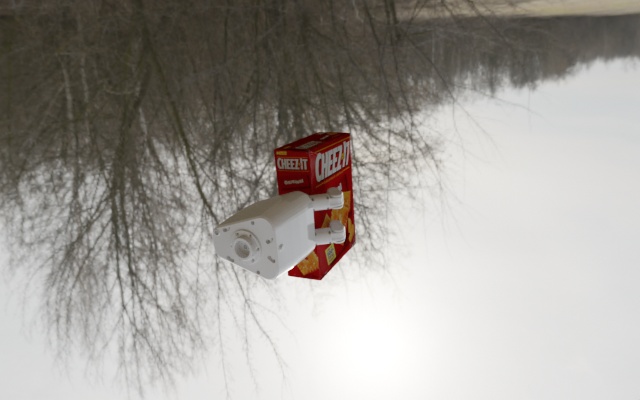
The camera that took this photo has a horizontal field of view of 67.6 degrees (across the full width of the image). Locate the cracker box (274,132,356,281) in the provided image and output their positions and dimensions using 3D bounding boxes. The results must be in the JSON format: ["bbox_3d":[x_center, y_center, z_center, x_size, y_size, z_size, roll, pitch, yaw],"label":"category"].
[{"bbox_3d":[0.000,0.003,0.807,0.072,0.214,0.164,4,19,25],"label":"cracker box"}]
